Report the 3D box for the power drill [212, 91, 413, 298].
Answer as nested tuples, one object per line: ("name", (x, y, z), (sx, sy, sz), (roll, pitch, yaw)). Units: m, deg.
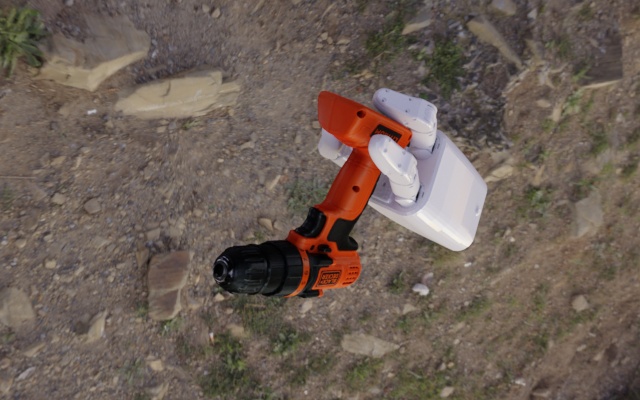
("power drill", (0.000, 0.001, 0.436), (0.057, 0.188, 0.184), (31, 14, 33))
